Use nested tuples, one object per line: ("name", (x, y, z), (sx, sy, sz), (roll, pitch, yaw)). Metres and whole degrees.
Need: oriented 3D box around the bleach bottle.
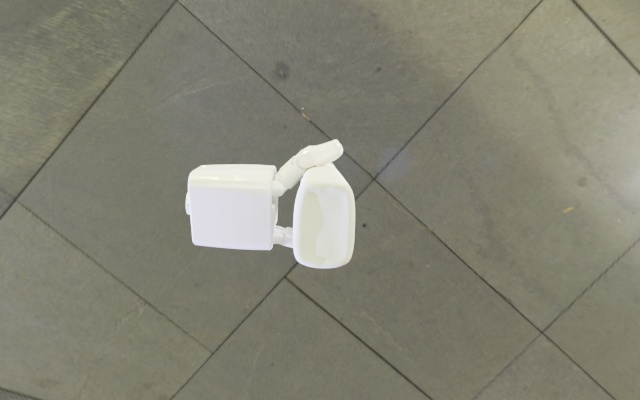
("bleach bottle", (0.000, 0.002, 0.637), (0.068, 0.102, 0.250), (2, 11, -3))
